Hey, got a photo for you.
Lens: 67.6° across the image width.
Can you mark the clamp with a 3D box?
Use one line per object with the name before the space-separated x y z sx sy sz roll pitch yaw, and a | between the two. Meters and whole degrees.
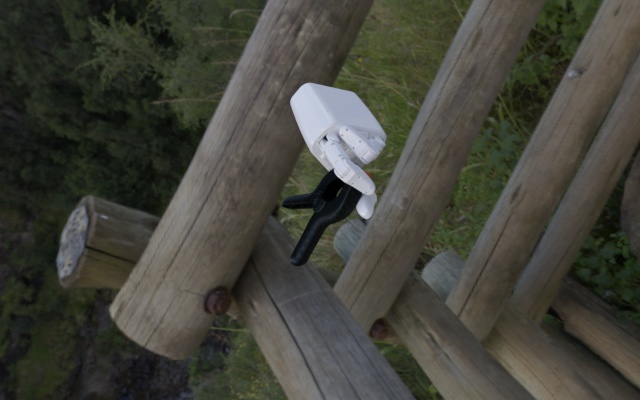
clamp | 0.000 0.002 0.693 0.039 0.120 0.171 20 -56 -43
